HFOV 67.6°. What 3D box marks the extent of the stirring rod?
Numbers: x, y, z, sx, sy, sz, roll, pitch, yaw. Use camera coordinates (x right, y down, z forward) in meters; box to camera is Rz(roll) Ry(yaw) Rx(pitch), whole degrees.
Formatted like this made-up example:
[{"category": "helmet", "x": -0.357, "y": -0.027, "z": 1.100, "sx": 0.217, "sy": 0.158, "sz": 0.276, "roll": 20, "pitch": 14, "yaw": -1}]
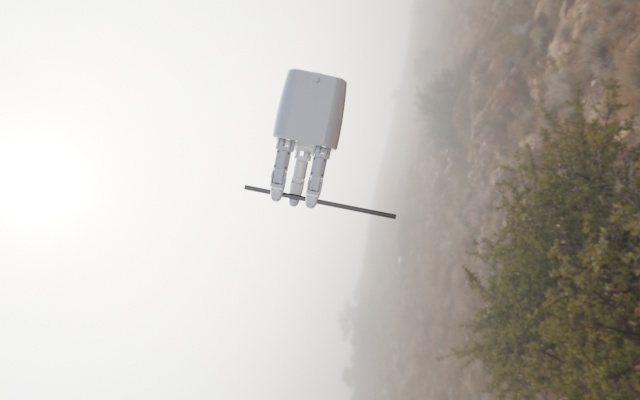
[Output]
[{"category": "stirring rod", "x": 0.000, "y": 0.002, "z": 0.745, "sx": 0.239, "sy": 0.011, "sz": 0.011, "roll": 11, "pitch": 0, "yaw": -2}]
